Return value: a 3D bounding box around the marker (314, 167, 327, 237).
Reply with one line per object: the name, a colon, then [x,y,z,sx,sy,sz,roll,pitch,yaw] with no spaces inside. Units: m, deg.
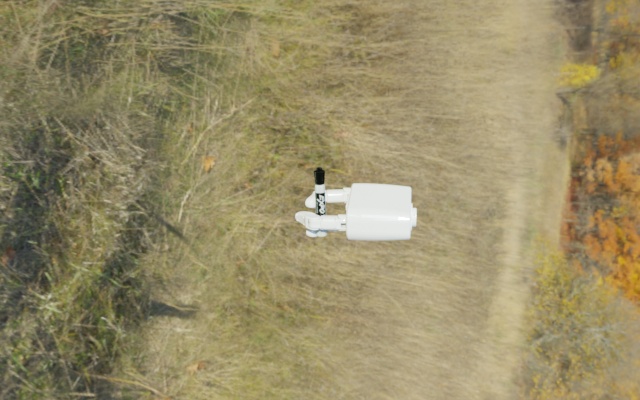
marker: [0.000,0.003,0.814,0.020,0.121,0.020,-2,18,1]
